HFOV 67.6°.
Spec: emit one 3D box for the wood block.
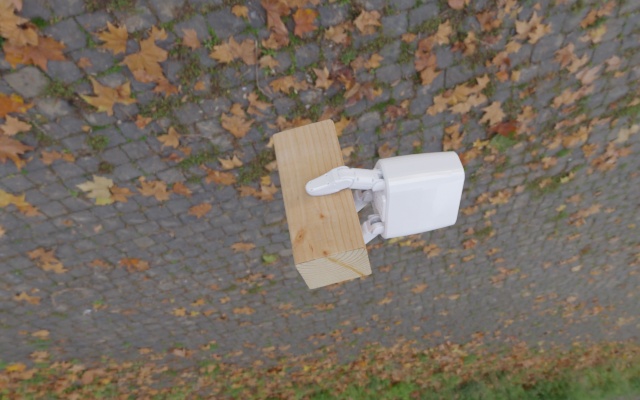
[{"bbox_3d":[0.000,0.002,0.660,0.090,0.206,0.091,-14,-31,3],"label":"wood block"}]
